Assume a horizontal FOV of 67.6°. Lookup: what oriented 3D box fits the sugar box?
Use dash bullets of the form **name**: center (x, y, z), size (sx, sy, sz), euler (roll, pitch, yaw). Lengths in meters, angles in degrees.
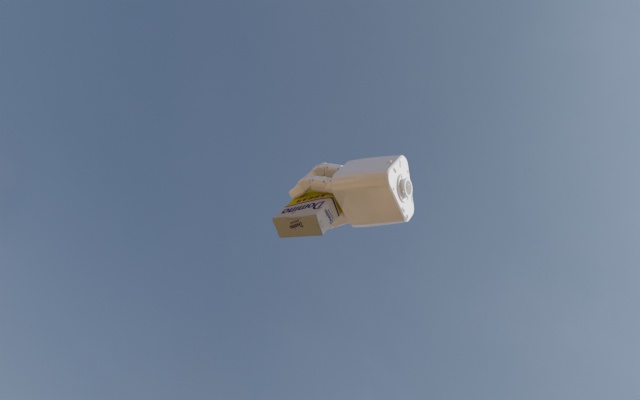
- **sugar box**: center (0.000, 0.002, 0.857), size (0.093, 0.048, 0.176), euler (-6, 23, 33)
